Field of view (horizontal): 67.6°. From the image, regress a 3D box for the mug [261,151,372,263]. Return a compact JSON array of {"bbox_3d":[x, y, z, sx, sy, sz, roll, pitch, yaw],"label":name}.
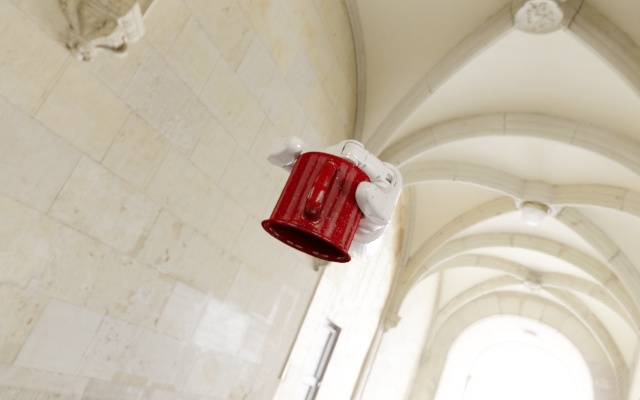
[{"bbox_3d":[0.000,0.001,0.455,0.093,0.081,0.117,20,-18,9],"label":"mug"}]
